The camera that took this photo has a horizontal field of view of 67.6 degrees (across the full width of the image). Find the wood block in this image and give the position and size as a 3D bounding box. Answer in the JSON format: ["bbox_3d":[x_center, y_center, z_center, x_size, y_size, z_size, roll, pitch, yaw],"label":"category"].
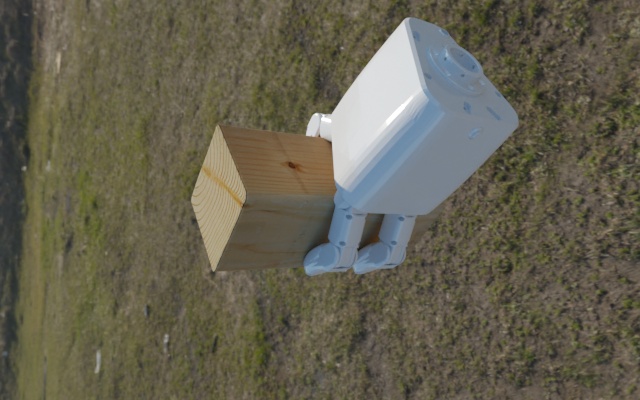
[{"bbox_3d":[0.000,0.001,0.445,0.206,0.090,0.090,3,42,-33],"label":"wood block"}]
